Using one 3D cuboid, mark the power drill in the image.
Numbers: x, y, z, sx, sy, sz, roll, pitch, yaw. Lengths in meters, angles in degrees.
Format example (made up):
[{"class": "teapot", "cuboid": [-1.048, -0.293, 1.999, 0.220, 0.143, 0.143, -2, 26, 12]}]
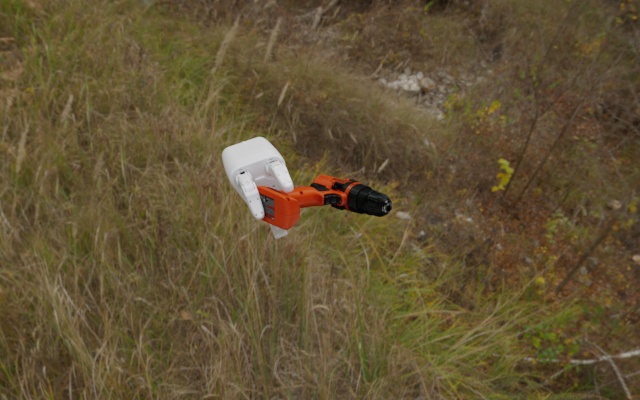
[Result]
[{"class": "power drill", "cuboid": [0.000, 0.003, 0.797, 0.187, 0.057, 0.184, -9, 16, -38]}]
